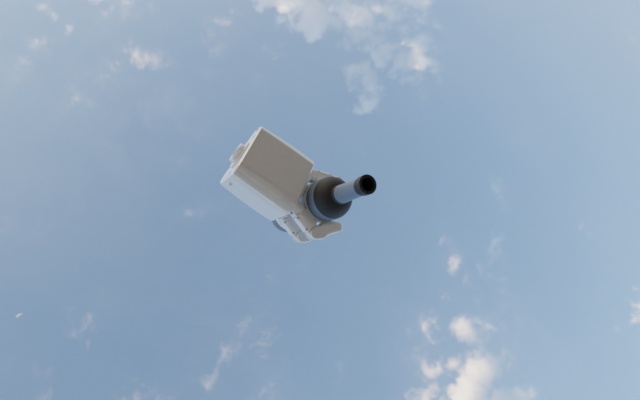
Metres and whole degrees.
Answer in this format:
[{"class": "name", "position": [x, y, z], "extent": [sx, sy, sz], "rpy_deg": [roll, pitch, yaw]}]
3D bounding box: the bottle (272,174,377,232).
[{"class": "bottle", "position": [0.000, 0.003, 0.762], "extent": [0.069, 0.069, 0.296], "rpy_deg": [0, -9, -26]}]
